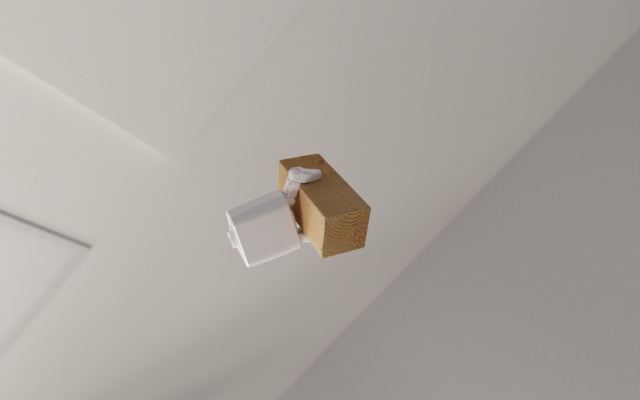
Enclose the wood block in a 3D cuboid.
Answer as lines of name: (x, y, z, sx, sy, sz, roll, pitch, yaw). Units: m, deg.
wood block: (0.000, 0.003, 0.891, 0.090, 0.091, 0.206, -12, 37, -24)
